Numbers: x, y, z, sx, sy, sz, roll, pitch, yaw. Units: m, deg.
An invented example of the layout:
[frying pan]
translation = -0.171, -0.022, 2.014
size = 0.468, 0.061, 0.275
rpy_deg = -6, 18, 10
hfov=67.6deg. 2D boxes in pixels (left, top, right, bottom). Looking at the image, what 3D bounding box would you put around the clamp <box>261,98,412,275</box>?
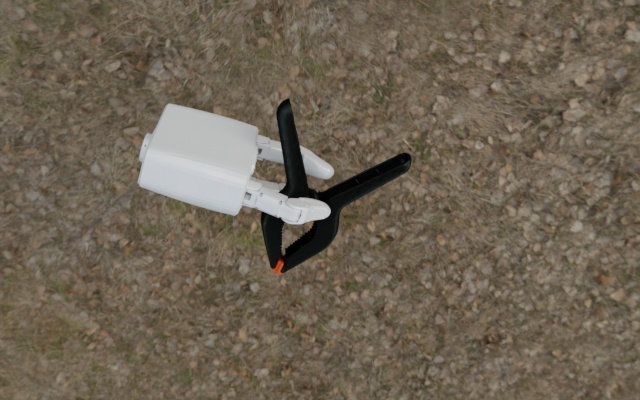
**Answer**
[clamp]
translation = 0.000, 0.003, 0.558
size = 0.164, 0.210, 0.036
rpy_deg = 16, 26, -14
